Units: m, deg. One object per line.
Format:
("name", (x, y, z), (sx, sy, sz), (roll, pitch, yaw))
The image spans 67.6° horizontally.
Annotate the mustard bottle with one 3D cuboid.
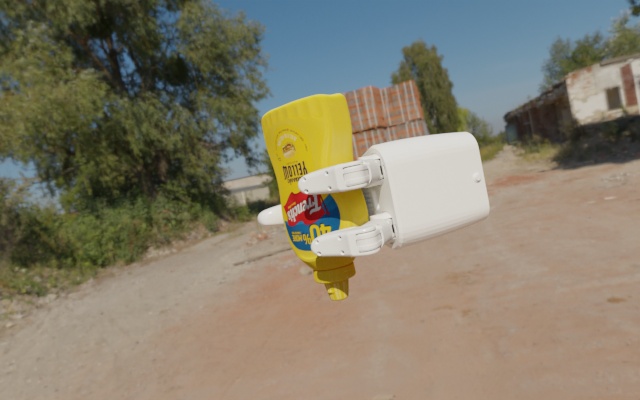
("mustard bottle", (0.000, 0.001, 0.460), (0.096, 0.191, 0.058), (-9, 5, 45))
